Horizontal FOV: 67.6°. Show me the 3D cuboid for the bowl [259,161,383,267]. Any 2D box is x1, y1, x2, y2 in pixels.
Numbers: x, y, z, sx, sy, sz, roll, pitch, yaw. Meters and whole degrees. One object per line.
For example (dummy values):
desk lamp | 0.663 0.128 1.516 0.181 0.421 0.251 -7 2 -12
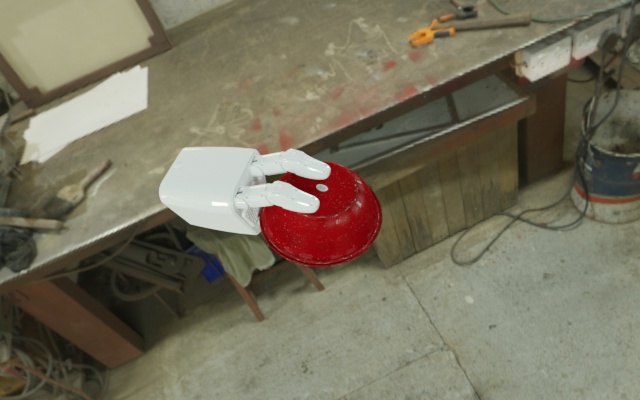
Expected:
bowl | 0.001 0.002 0.606 0.162 0.162 0.055 0 -39 0
